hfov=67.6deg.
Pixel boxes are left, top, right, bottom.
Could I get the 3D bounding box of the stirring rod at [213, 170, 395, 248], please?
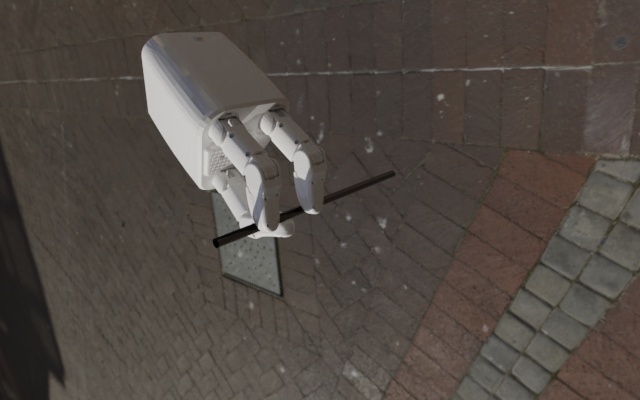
[{"bbox_3d":[0.000,0.001,0.449,0.011,0.011,0.239,0,15,44],"label":"stirring rod"}]
